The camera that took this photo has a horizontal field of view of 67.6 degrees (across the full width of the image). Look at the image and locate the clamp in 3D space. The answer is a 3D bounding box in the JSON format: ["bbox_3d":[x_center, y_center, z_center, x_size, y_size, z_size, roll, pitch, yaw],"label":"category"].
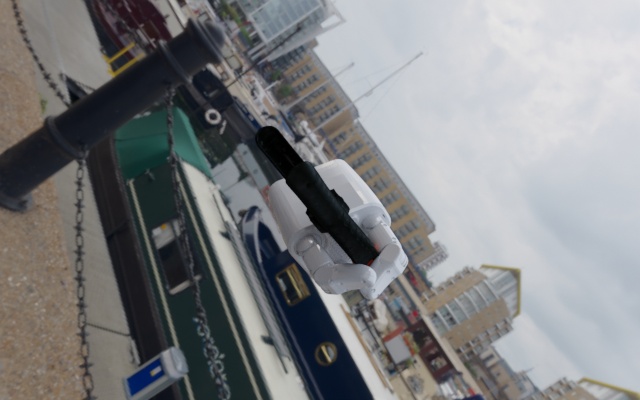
[{"bbox_3d":[0.001,0.001,0.448,0.039,0.172,0.120,-34,40,2],"label":"clamp"}]
